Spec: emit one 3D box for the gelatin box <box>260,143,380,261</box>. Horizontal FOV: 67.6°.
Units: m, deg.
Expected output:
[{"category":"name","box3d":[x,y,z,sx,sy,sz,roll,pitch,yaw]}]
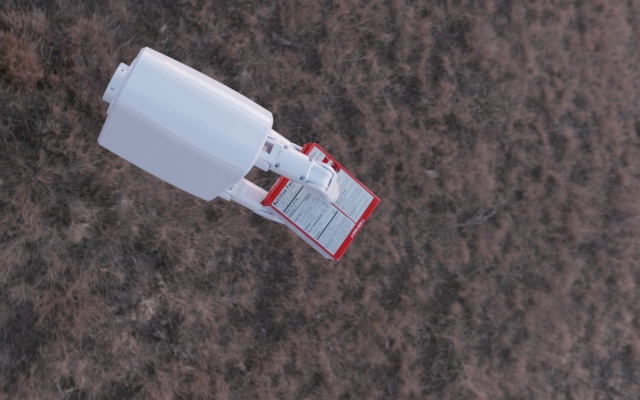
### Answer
[{"category":"gelatin box","box3d":[0.000,0.002,0.448,0.089,0.073,0.030,40,-15,-15]}]
